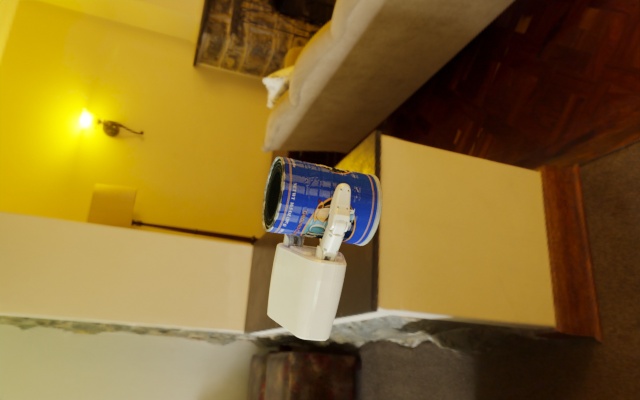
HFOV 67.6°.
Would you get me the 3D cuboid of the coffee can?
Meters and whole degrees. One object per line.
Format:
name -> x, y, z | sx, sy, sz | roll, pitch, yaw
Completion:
coffee can -> 0.000, 0.002, 0.659 | 0.140, 0.103, 0.103 | 10, -3, -18
